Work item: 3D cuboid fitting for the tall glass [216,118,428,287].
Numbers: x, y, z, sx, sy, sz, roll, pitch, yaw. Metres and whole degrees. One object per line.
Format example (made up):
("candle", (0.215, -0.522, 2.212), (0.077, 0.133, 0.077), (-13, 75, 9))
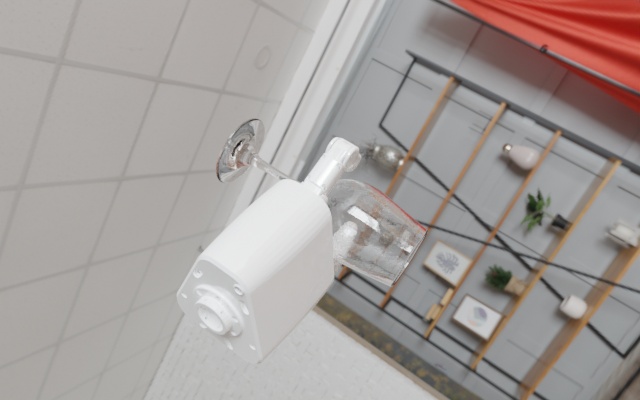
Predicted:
("tall glass", (0.000, 0.001, 0.458), (0.201, 0.079, 0.079), (32, 9, 15))
